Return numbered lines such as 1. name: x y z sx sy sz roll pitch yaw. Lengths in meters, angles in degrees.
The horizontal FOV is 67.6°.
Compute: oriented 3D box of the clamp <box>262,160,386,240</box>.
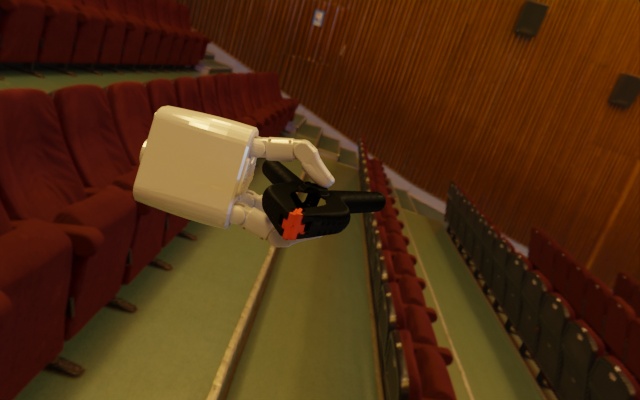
1. clamp: 0.000 0.001 0.532 0.164 0.036 0.210 15 16 -2
